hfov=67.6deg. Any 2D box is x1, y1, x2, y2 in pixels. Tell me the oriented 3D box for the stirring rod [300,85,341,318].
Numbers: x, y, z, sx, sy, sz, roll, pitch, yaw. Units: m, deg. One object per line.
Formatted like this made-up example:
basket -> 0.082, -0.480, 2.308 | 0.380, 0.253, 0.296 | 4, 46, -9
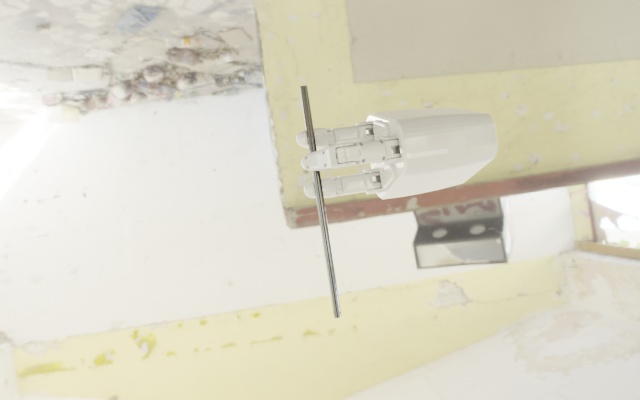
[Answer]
stirring rod -> 0.000, 0.002, 0.493 | 0.011, 0.239, 0.011 | -8, 1, 0
